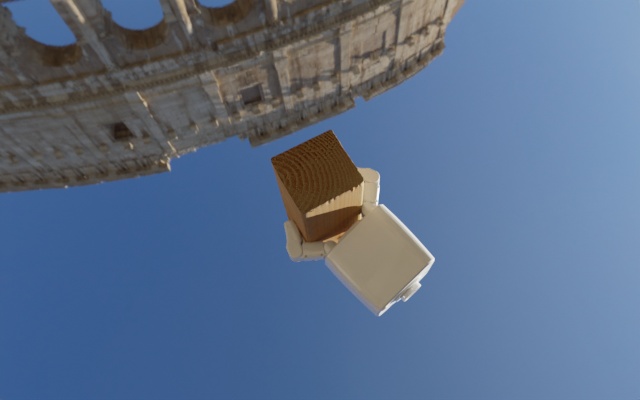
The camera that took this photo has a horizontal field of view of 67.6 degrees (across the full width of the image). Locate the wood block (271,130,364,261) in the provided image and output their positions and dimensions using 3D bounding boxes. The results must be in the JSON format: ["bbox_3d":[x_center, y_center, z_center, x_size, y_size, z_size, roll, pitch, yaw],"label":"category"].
[{"bbox_3d":[0.000,0.003,0.684,0.091,0.090,0.206,-27,-22,-9],"label":"wood block"}]
